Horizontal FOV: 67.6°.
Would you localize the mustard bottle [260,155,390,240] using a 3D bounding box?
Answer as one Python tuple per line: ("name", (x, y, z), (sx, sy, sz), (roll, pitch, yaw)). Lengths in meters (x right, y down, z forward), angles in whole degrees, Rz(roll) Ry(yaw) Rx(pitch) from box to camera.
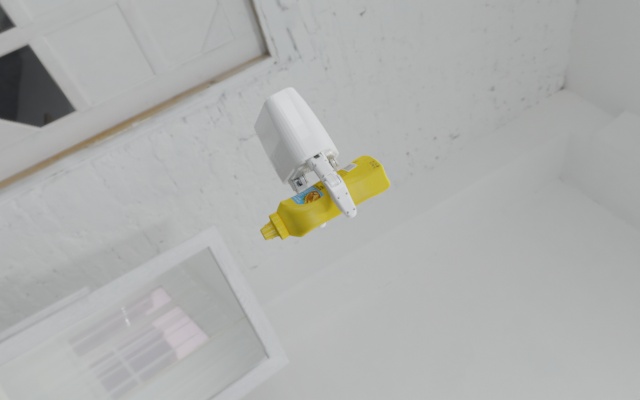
("mustard bottle", (0.000, 0.002, 0.691), (0.191, 0.058, 0.096), (-29, 18, -9))
